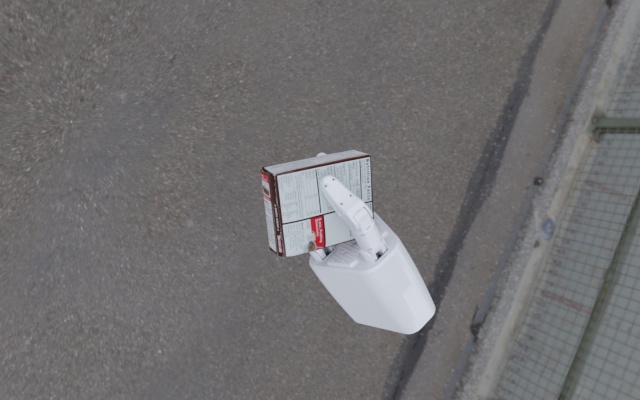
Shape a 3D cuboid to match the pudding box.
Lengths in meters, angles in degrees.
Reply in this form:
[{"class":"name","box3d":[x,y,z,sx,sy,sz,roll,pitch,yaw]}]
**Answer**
[{"class":"pudding box","box3d":[0.000,0.002,0.490,0.113,0.090,0.039,-14,18,-27]}]
